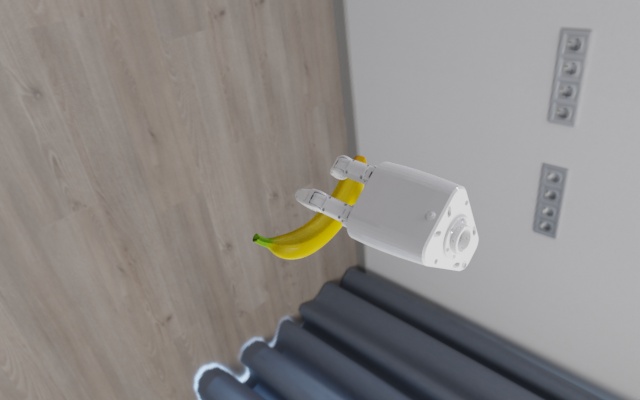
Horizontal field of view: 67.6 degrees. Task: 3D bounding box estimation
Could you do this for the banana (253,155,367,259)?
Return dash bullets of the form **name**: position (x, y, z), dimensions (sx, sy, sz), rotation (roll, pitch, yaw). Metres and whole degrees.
- **banana**: position (0.004, 0.019, 0.636), dimensions (0.197, 0.070, 0.037), rotation (-40, 36, -25)
